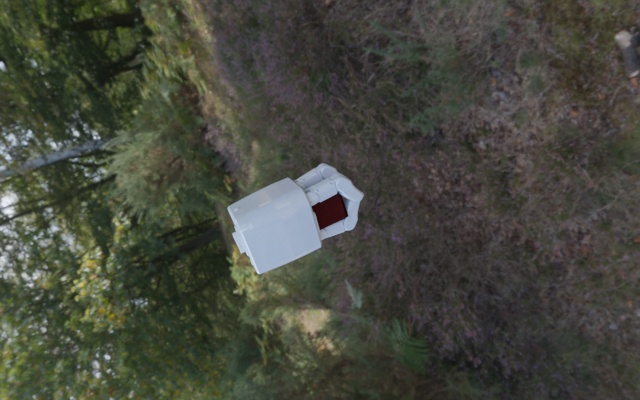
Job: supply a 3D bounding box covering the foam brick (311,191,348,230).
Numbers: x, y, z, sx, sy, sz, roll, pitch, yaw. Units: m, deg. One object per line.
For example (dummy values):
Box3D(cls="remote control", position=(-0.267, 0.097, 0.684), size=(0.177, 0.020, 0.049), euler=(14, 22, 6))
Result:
Box3D(cls="foam brick", position=(0.000, 0.002, 0.747), size=(0.051, 0.053, 0.078), euler=(-25, 23, -12))
